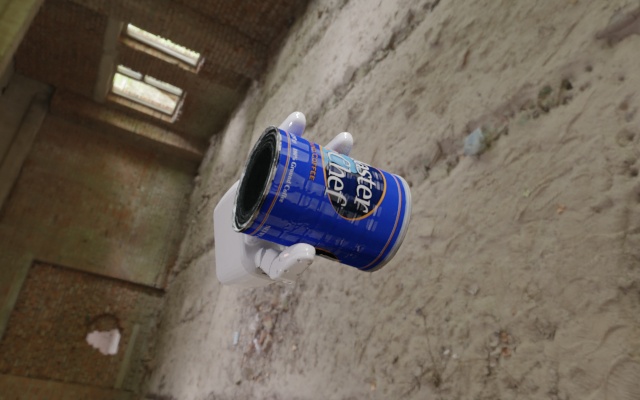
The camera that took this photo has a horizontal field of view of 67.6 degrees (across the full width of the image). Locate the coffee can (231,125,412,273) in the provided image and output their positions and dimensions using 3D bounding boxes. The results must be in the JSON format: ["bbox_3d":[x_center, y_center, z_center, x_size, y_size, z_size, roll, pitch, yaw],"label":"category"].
[{"bbox_3d":[0.000,0.002,0.456,0.140,0.103,0.103,20,-8,-22],"label":"coffee can"}]
